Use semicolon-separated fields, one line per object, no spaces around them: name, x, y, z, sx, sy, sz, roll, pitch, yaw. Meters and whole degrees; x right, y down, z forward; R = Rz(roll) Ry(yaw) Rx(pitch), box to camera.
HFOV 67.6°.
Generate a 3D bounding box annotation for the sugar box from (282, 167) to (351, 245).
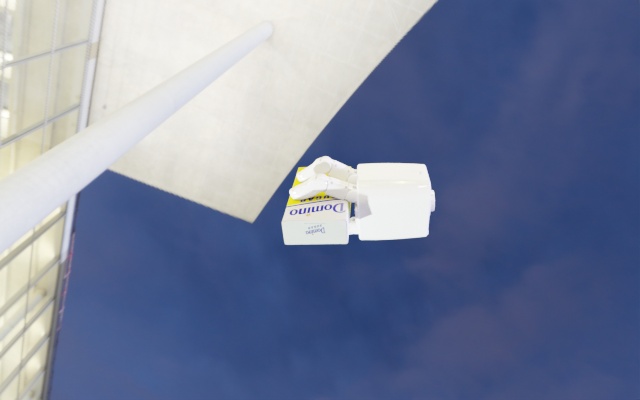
sugar box;0.000;0.002;0.738;0.093;0.048;0.176;-2;27;6
